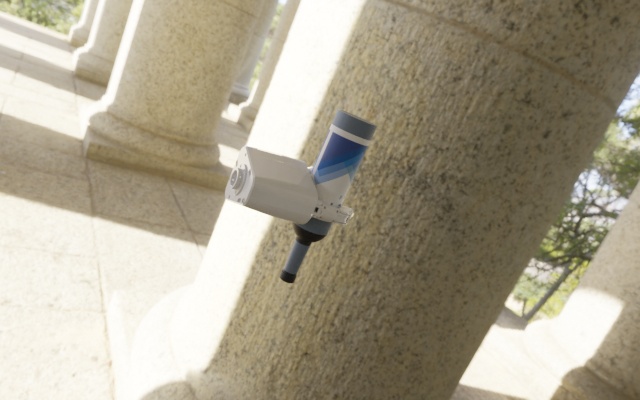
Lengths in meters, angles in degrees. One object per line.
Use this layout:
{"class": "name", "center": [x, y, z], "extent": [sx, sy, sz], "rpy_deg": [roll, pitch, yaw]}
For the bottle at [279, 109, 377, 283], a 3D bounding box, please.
{"class": "bottle", "center": [0.000, 0.002, 0.774], "extent": [0.069, 0.296, 0.069], "rpy_deg": [22, 14, -6]}
